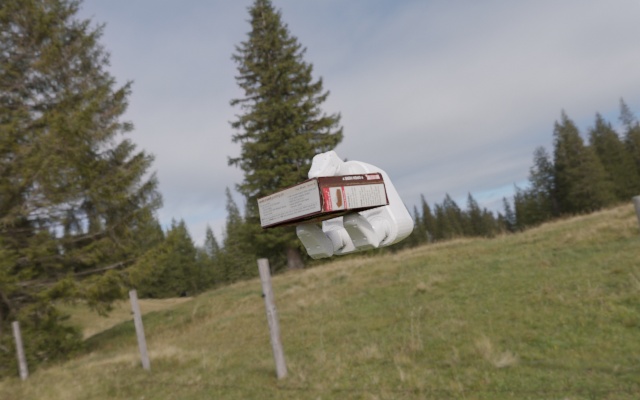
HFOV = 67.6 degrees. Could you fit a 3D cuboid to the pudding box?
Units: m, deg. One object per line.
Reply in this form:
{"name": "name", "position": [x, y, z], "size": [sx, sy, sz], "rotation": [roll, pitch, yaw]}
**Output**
{"name": "pudding box", "position": [0.000, 0.001, 0.500], "size": [0.090, 0.039, 0.113], "rotation": [-7, -8, -39]}
